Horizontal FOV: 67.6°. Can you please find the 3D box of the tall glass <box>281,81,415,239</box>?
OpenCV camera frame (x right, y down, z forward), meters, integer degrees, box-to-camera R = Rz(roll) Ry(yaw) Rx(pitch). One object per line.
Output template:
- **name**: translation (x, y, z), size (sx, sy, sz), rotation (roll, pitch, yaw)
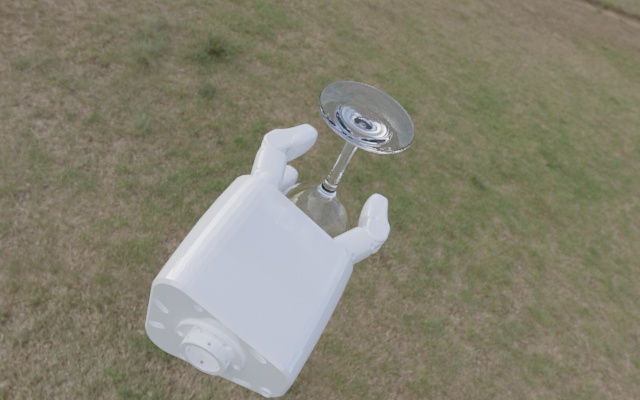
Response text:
- **tall glass**: translation (0.000, 0.001, 0.409), size (0.079, 0.079, 0.201), rotation (0, -39, -25)
